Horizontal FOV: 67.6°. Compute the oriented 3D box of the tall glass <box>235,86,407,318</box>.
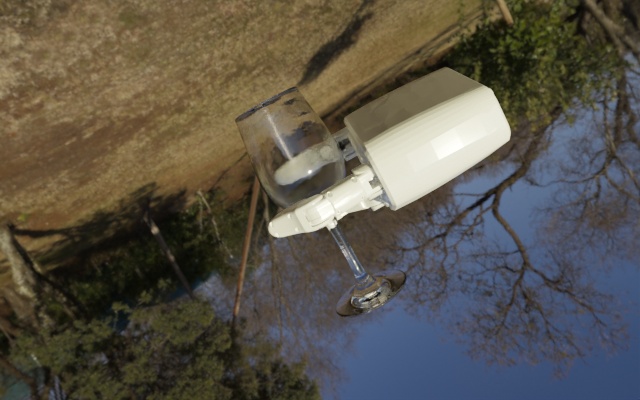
[{"bbox_3d":[0.000,0.002,0.431,0.079,0.201,0.079,-28,10,6],"label":"tall glass"}]
